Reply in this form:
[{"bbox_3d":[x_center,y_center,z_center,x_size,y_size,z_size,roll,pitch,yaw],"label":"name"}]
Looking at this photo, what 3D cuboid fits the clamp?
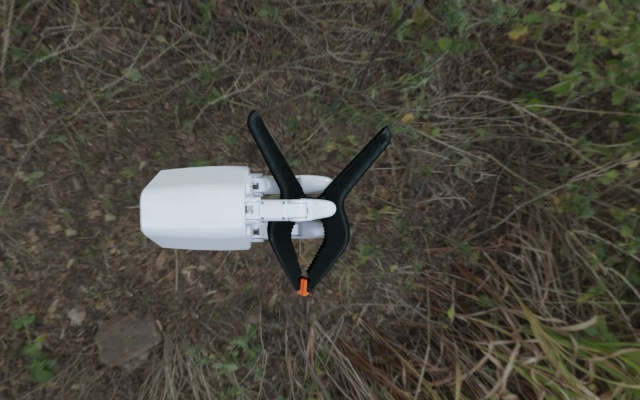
[{"bbox_3d":[0.000,0.002,0.546,0.164,0.210,0.036,-1,2,-4],"label":"clamp"}]
